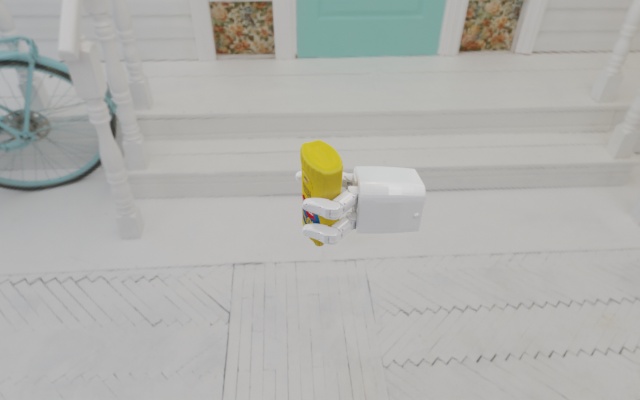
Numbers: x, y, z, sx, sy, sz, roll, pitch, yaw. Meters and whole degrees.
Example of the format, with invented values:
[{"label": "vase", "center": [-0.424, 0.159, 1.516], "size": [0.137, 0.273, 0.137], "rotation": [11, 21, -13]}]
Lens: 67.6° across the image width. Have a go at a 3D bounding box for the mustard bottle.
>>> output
[{"label": "mustard bottle", "center": [0.000, 0.002, 0.795], "size": [0.058, 0.192, 0.096], "rotation": [-16, 42, -19]}]
